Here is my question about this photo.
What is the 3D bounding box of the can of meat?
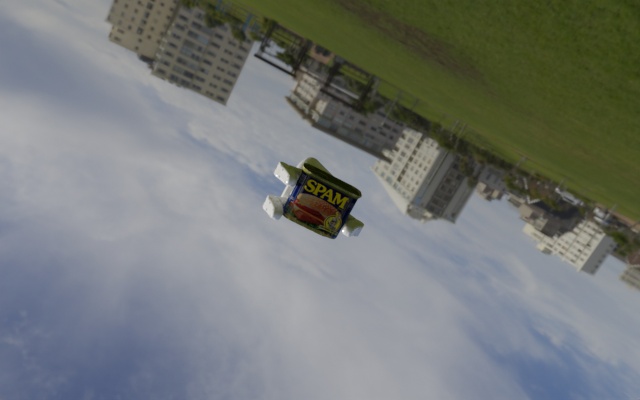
[{"bbox_3d":[0.000,0.003,0.749,0.102,0.084,0.057,27,14,-6],"label":"can of meat"}]
